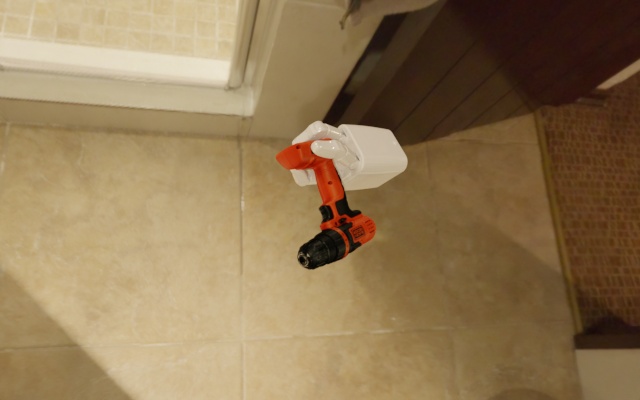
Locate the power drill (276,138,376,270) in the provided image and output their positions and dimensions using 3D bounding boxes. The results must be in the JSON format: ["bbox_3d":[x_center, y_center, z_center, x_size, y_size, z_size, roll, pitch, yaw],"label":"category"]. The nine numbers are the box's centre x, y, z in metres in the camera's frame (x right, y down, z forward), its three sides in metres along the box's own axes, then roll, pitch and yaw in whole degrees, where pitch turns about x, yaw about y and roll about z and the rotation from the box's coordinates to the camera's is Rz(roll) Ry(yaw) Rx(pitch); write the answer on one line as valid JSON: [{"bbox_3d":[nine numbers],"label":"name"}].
[{"bbox_3d":[0.000,0.002,0.741,0.057,0.187,0.184,-23,-2,36],"label":"power drill"}]
